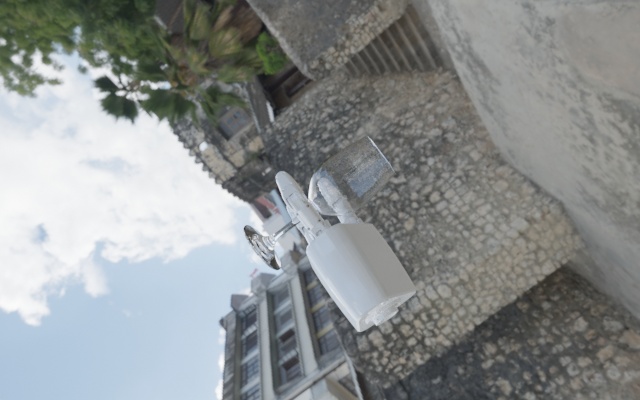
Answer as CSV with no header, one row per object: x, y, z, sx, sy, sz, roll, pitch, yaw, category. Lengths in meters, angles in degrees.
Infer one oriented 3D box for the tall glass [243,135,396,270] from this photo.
-0.001,0.002,0.620,0.201,0.079,0.079,-38,-6,8,tall glass
